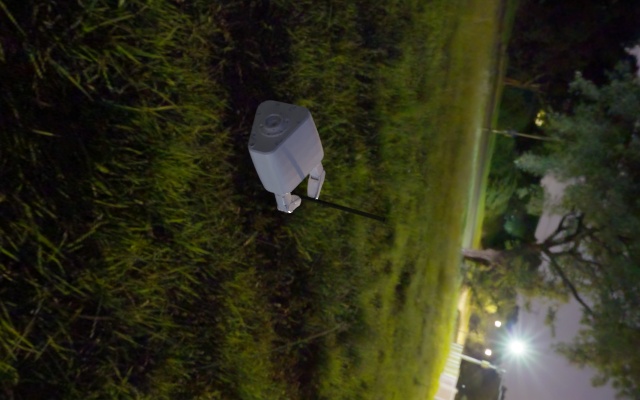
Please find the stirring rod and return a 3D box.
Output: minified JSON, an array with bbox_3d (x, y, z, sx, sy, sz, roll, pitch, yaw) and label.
[{"bbox_3d":[0.000,0.003,0.855,0.239,0.011,0.011,15,6,21],"label":"stirring rod"}]
